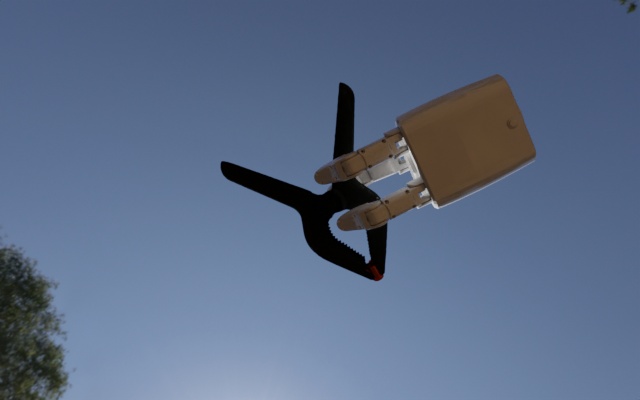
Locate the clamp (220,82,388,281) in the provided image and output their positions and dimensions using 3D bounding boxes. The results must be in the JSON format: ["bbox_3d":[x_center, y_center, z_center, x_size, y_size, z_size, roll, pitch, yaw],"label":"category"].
[{"bbox_3d":[0.001,0.002,0.523,0.164,0.210,0.036,-25,9,8],"label":"clamp"}]
